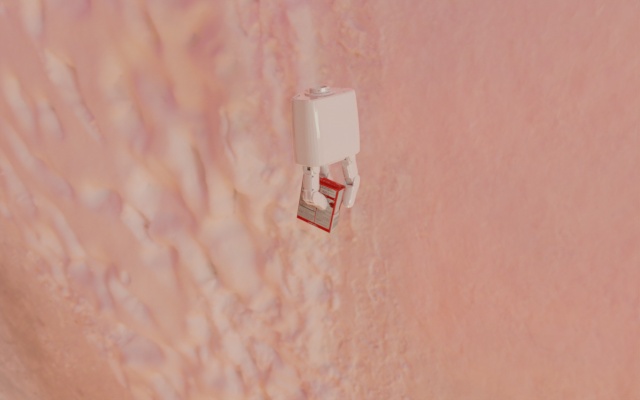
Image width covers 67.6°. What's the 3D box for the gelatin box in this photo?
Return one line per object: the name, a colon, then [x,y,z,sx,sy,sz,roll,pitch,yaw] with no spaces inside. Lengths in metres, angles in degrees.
gelatin box: [0.000,0.003,0.845,0.073,0.089,0.030,23,29,24]
